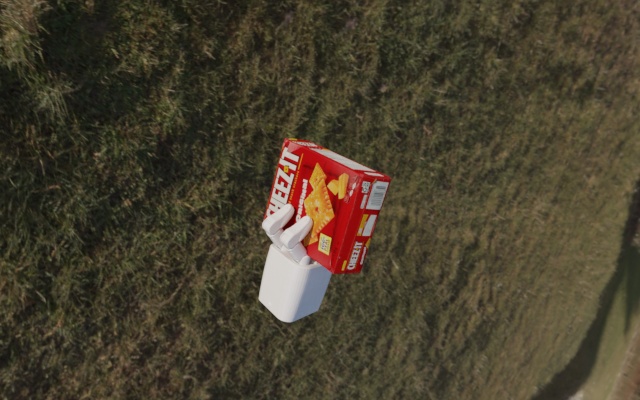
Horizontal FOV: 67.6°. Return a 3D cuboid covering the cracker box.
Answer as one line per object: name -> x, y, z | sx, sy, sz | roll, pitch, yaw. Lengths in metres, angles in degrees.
cracker box -> 0.000, 0.003, 0.801 | 0.072, 0.164, 0.213 | 5, 18, -41
